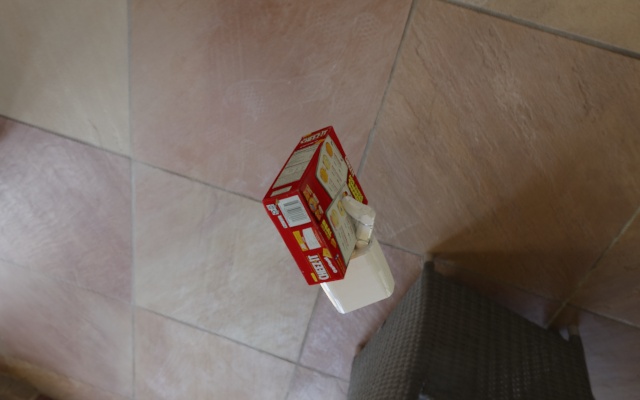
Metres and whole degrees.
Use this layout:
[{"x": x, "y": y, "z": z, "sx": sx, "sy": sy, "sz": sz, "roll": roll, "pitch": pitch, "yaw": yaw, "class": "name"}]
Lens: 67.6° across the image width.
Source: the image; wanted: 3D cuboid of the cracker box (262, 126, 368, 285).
[{"x": 0.000, "y": 0.003, "z": 0.766, "sx": 0.072, "sy": 0.164, "sz": 0.213, "roll": -15, "pitch": 27, "yaw": 24, "class": "cracker box"}]
